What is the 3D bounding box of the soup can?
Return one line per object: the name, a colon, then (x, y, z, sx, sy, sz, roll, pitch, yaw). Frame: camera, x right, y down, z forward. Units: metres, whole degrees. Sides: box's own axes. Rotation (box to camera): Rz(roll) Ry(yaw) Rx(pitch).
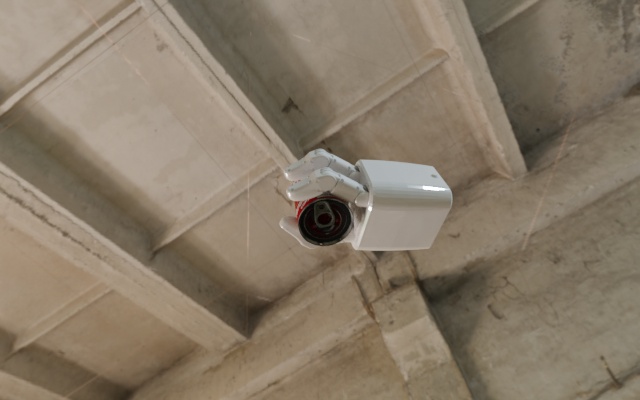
soup can: (0.000, 0.002, 0.615, 0.068, 0.068, 0.102, 0, 30, -9)
